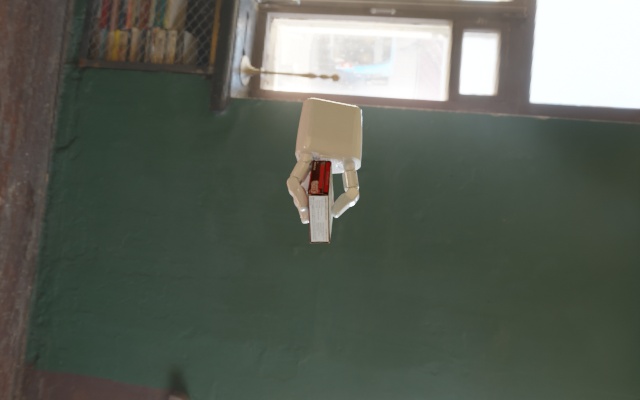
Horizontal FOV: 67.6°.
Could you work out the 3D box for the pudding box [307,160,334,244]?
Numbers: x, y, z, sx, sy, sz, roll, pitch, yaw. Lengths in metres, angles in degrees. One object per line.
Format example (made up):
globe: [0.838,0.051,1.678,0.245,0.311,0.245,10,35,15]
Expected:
pudding box: [0.000,0.003,0.801,0.039,0.114,0.090,1,42,6]
